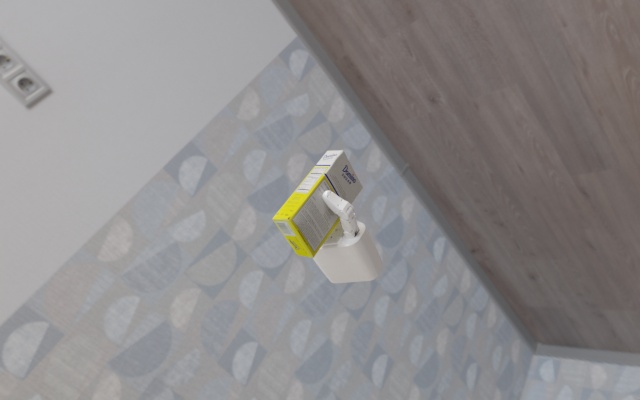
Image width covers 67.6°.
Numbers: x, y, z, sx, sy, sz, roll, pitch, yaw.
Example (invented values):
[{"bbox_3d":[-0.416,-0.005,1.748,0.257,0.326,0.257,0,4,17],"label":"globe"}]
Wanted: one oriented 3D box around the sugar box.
[{"bbox_3d":[0.000,0.003,0.830,0.048,0.093,0.176,2,45,41],"label":"sugar box"}]
